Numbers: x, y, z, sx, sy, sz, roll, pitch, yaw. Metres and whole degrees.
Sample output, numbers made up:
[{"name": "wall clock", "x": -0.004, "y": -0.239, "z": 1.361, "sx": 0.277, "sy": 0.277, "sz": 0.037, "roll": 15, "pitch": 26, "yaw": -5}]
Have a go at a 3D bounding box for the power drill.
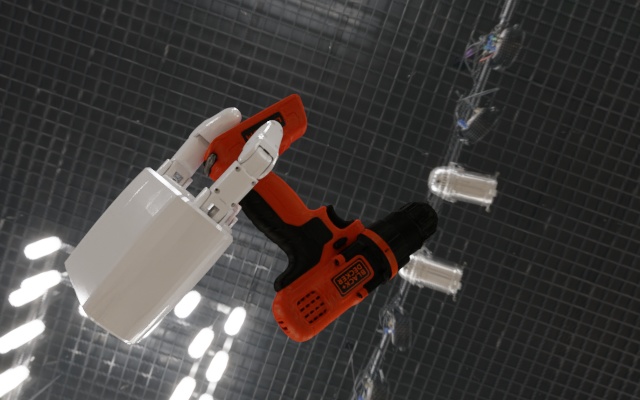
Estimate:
[{"name": "power drill", "x": 0.000, "y": 0.001, "z": 0.430, "sx": 0.184, "sy": 0.187, "sz": 0.057, "roll": -34, "pitch": -3, "yaw": -26}]
